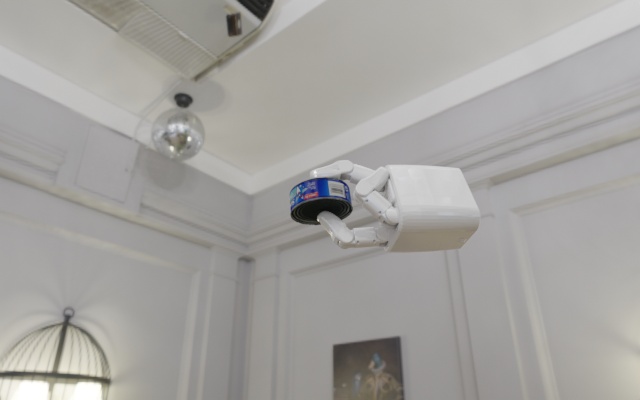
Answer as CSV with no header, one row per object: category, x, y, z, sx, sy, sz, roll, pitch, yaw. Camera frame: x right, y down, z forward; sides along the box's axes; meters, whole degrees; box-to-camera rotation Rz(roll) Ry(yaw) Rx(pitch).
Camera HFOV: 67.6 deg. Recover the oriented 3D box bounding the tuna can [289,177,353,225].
tuna can,0.000,0.002,0.658,0.086,0.033,0.086,-5,-26,-3
